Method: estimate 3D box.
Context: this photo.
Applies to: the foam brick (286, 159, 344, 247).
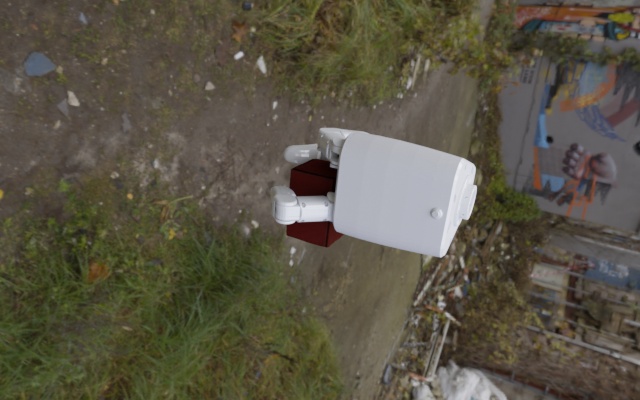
[{"bbox_3d":[0.000,0.002,0.506,0.051,0.078,0.053,15,23,23],"label":"foam brick"}]
